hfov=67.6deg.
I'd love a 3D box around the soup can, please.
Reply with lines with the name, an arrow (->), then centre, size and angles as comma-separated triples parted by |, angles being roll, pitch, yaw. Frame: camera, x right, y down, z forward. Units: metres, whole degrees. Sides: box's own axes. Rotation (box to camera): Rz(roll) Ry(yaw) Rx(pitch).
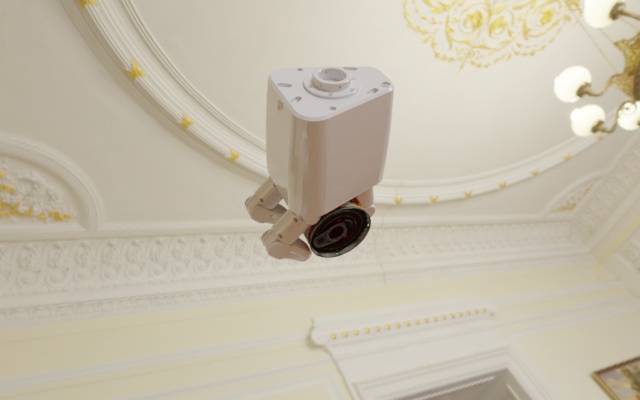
soup can -> 0.000, 0.002, 0.510 | 0.068, 0.068, 0.102 | 0, 39, -31
